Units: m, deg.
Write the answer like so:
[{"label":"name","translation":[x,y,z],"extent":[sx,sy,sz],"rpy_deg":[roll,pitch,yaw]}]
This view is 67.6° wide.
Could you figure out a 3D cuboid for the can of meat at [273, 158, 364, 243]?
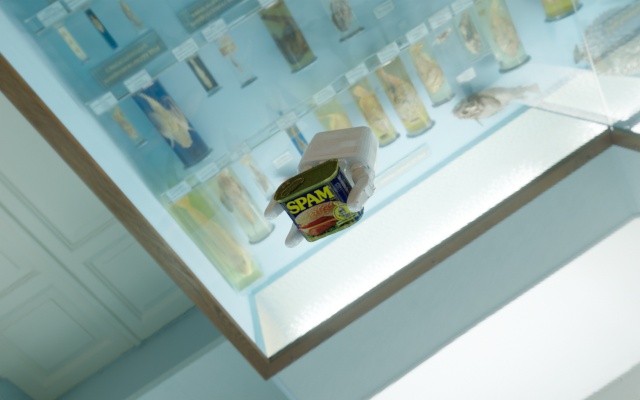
[{"label":"can of meat","translation":[0.000,0.002,0.671],"extent":[0.102,0.084,0.057],"rpy_deg":[-23,27,21]}]
